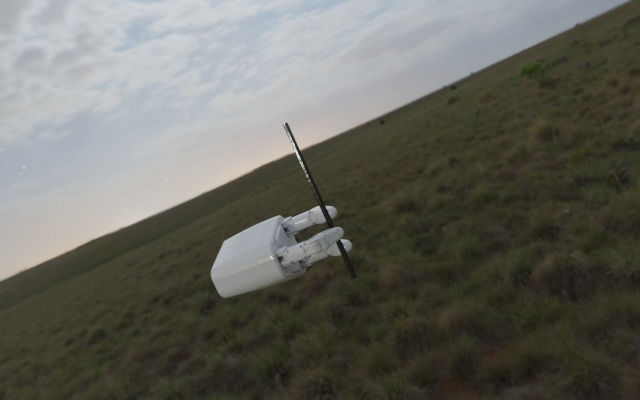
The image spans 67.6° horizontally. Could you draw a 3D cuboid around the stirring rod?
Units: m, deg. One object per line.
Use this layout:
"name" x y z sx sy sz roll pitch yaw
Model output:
"stirring rod" 0.000 0.002 0.675 0.011 0.239 0.011 -24 7 3
